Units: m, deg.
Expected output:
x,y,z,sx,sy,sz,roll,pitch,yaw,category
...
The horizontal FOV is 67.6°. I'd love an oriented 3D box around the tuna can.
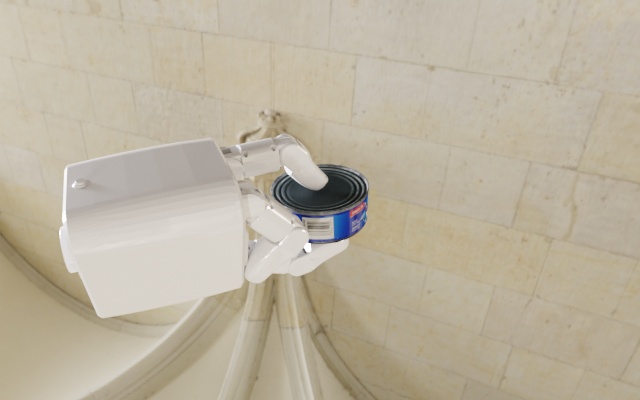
x,y,z,sx,sy,sz,roll,pitch,yaw,category
0.000,0.002,0.424,0.086,0.034,0.086,-2,31,1,tuna can
